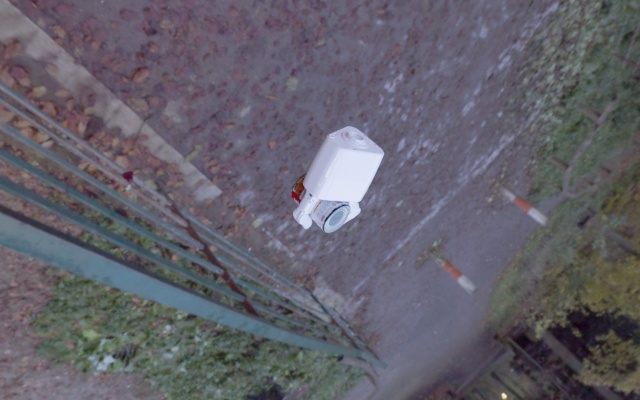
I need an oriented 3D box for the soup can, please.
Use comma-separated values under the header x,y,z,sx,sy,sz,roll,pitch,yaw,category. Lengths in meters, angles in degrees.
x,y,z,sx,sy,sz,roll,pitch,yaw,category
0.000,0.004,0.896,0.102,0.068,0.068,45,25,28,soup can
